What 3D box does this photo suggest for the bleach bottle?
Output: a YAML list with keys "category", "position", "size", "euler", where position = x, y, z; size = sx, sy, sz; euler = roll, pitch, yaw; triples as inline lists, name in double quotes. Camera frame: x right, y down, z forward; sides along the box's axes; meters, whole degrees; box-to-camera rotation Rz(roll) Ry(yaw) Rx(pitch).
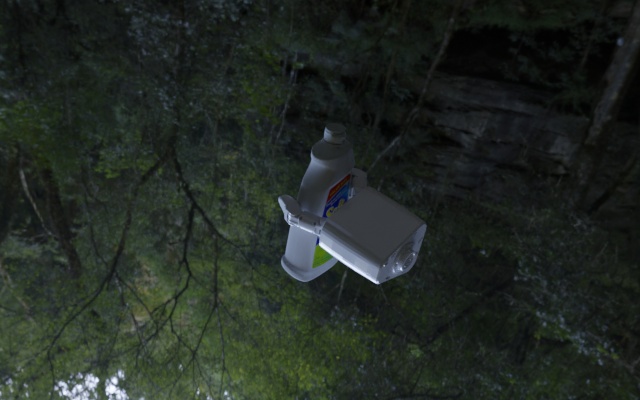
- category: "bleach bottle"
  position: [0.000, 0.002, 0.736]
  size: [0.068, 0.251, 0.102]
  euler: [33, 42, 31]
